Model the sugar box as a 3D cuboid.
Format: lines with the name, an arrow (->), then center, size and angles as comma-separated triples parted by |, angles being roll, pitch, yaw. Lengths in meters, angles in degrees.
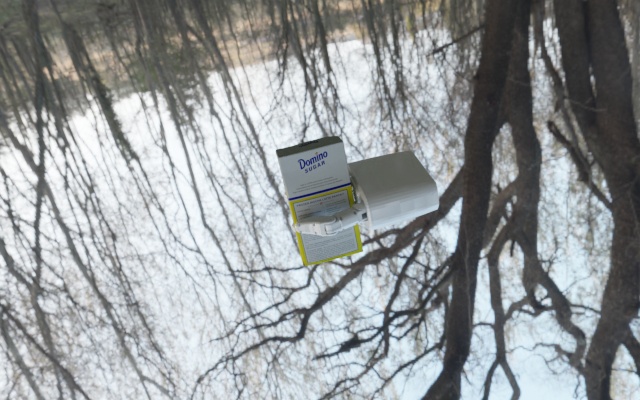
sugar box -> 0.000, 0.002, 0.684 | 0.093, 0.176, 0.048 | -14, 23, -6
